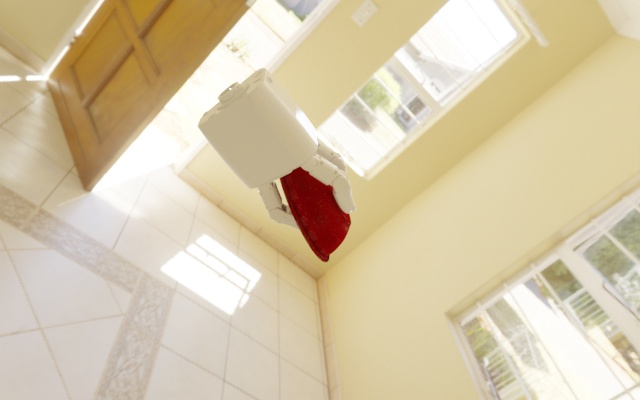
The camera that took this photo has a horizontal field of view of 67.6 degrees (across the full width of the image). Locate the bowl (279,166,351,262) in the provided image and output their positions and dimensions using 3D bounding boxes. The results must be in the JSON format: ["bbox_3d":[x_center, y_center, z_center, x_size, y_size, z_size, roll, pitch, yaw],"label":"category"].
[{"bbox_3d":[0.001,0.003,0.670,0.055,0.162,0.162,-24,-4,9],"label":"bowl"}]
